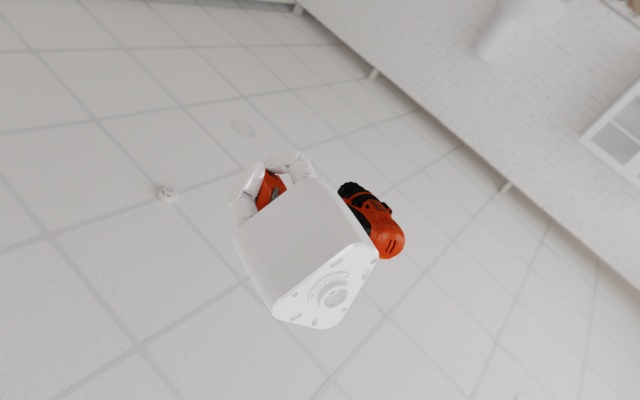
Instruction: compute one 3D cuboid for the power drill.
[{"bbox_3d":[0.000,0.002,0.613,0.188,0.057,0.184,13,17,-20],"label":"power drill"}]
